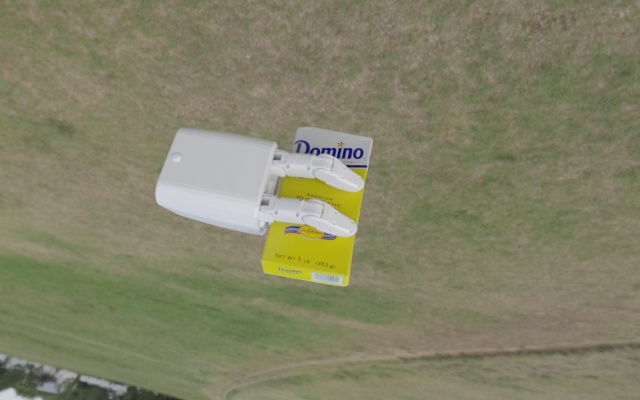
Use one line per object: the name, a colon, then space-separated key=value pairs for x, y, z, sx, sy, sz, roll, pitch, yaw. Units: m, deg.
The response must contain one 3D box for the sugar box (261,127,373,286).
sugar box: x=0.000 y=0.002 z=0.536 sx=0.093 sy=0.176 sz=0.048 roll=10 pitch=-26 yaw=4
